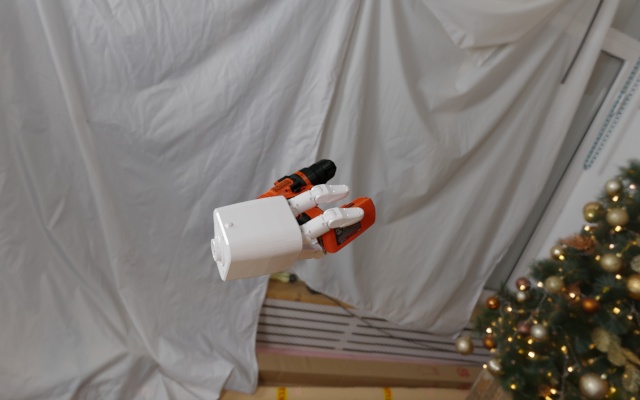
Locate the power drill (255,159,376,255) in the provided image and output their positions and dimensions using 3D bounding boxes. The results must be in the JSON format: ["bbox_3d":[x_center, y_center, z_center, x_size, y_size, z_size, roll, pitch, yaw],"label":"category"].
[{"bbox_3d":[0.000,0.003,0.792,0.184,0.057,0.187,-36,38,-26],"label":"power drill"}]
